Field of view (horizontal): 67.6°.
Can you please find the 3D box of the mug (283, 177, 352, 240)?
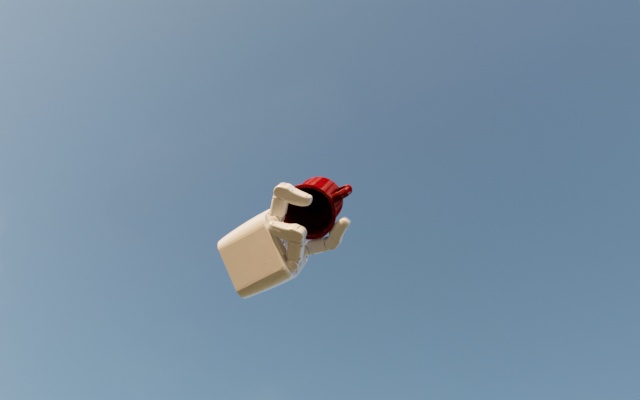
[{"bbox_3d":[0.001,0.002,0.789,0.117,0.093,0.081,-28,7,22],"label":"mug"}]
